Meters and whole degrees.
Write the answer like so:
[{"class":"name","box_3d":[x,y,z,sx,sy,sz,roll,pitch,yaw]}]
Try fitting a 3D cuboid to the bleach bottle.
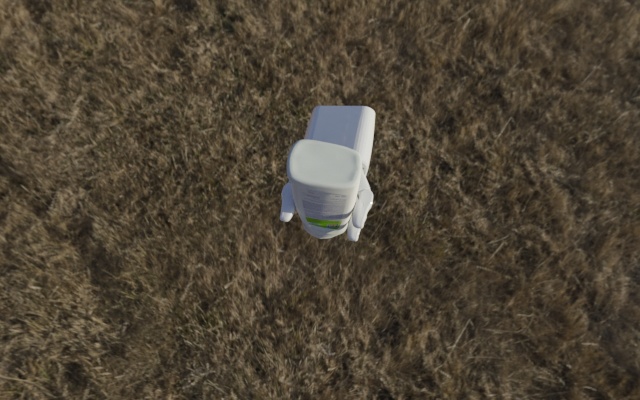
[{"class":"bleach bottle","box_3d":[0.000,0.002,0.736,0.102,0.068,0.251,11,-24,1]}]
